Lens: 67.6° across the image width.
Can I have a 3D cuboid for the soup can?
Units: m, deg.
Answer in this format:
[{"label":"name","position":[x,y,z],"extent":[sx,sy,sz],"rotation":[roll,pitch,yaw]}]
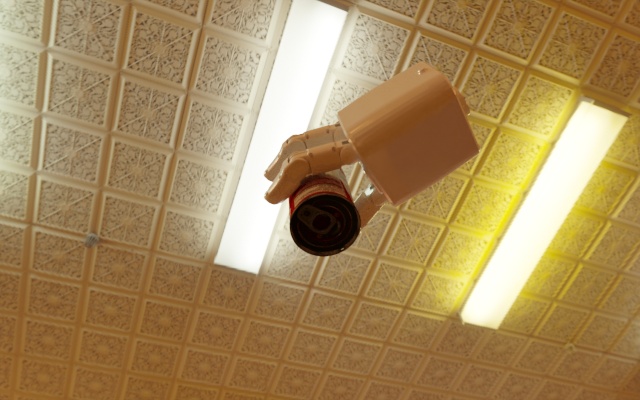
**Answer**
[{"label":"soup can","position":[0.000,0.002,0.493],"extent":[0.068,0.068,0.102],"rotation":[0,27,-6]}]
